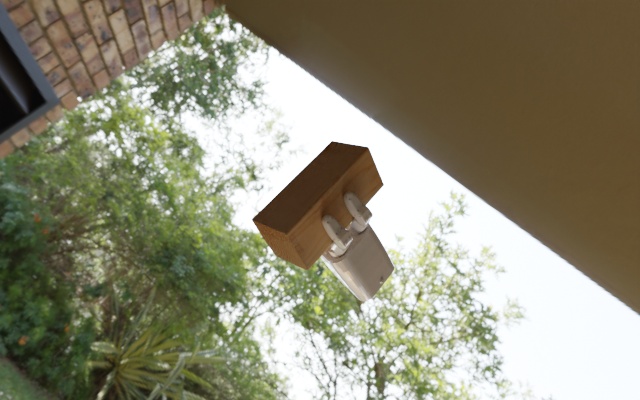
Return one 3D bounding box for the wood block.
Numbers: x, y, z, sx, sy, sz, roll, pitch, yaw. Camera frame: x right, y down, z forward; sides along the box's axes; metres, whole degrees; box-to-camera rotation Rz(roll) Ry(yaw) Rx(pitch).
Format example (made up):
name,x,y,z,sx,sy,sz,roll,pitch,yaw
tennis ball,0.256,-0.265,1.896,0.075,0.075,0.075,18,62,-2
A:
name,x,y,z,sx,sy,sz,roll,pitch,yaw
wood block,0.000,0.003,0.790,0.091,0.090,0.206,16,54,46
